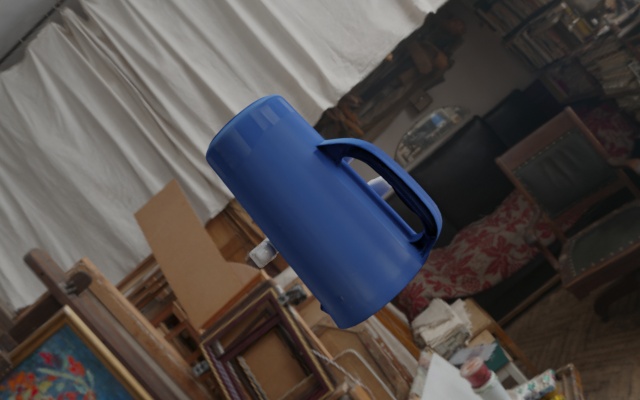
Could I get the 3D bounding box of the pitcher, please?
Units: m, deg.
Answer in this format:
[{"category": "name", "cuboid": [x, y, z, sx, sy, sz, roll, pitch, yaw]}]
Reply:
[{"category": "pitcher", "cuboid": [0.000, 0.002, 0.514, 0.149, 0.243, 0.145, -42, 2, -11]}]
